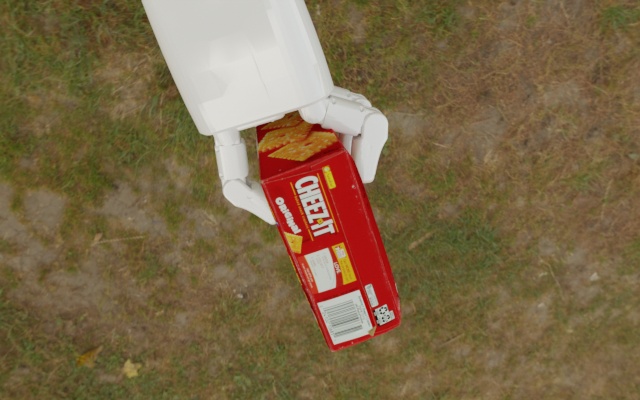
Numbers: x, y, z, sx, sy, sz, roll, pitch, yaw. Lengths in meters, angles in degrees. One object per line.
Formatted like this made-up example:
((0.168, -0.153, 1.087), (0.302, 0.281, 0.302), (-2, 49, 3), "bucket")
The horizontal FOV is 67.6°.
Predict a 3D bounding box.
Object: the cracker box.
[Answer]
((0.000, 0.002, 0.444), (0.072, 0.164, 0.213), (-20, 25, 1), "cracker box")
